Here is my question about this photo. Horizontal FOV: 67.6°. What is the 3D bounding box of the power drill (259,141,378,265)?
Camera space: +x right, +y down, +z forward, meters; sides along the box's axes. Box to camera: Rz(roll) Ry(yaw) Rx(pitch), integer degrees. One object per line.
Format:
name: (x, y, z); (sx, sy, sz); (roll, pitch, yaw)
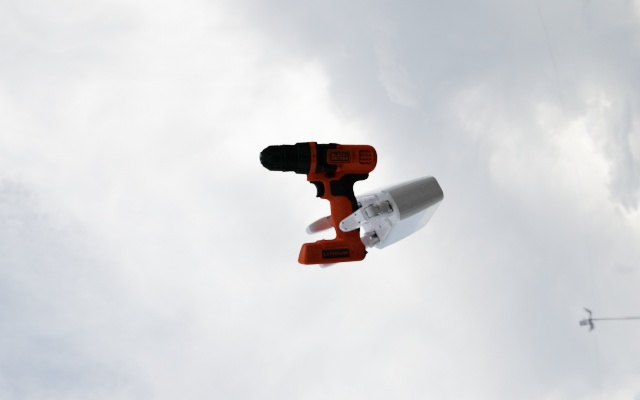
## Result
power drill: (0.000, 0.003, 0.730); (0.184, 0.187, 0.057); (-1, 0, -12)
